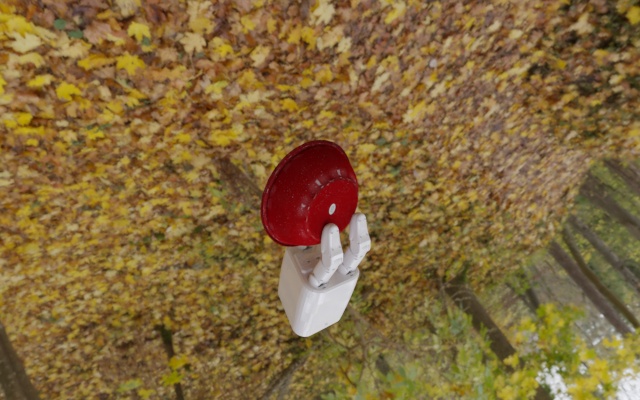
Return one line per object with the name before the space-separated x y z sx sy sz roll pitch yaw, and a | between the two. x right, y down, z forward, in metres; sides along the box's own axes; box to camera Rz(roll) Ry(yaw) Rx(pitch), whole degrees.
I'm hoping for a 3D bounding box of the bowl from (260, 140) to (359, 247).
bowl | 0.000 0.001 0.647 0.162 0.162 0.055 0 23 -44
